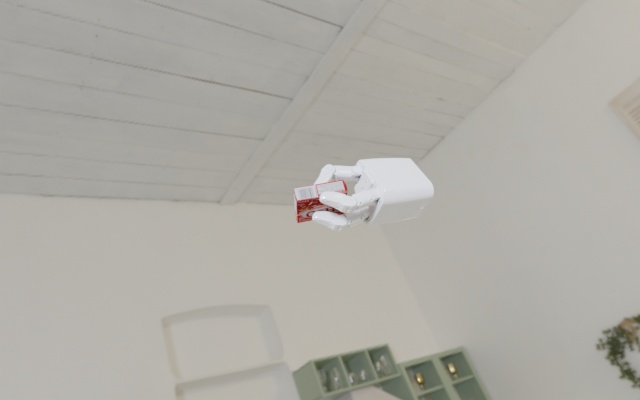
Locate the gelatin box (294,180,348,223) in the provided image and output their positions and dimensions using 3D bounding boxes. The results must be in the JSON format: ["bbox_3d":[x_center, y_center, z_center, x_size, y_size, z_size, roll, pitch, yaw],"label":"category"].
[{"bbox_3d":[0.000,0.002,0.821,0.089,0.030,0.073,-10,-32,-8],"label":"gelatin box"}]
